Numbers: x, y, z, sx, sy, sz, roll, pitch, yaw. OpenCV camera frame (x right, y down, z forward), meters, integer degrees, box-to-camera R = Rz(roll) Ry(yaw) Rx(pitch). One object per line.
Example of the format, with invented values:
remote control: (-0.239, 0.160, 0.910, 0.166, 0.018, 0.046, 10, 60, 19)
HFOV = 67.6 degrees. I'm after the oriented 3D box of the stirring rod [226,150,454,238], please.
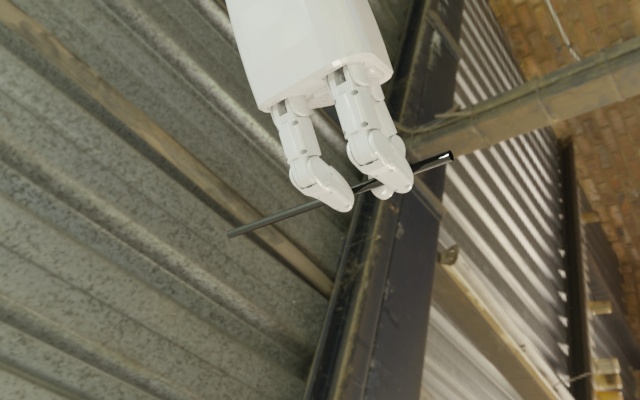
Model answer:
stirring rod: (0.000, 0.001, 0.403, 0.239, 0.011, 0.011, -20, -12, 37)
